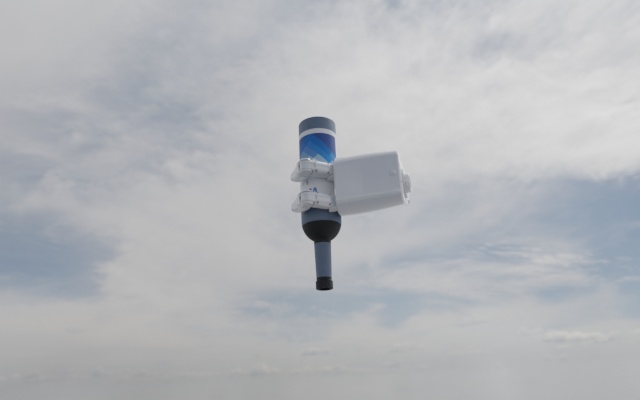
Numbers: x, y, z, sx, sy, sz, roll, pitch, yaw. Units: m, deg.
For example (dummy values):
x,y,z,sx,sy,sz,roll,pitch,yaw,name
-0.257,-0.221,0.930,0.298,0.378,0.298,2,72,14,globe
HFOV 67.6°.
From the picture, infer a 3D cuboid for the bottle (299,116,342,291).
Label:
x,y,z,sx,sy,sz,roll,pitch,yaw,name
0.000,0.002,0.802,0.069,0.295,0.069,-2,-22,-1,bottle
